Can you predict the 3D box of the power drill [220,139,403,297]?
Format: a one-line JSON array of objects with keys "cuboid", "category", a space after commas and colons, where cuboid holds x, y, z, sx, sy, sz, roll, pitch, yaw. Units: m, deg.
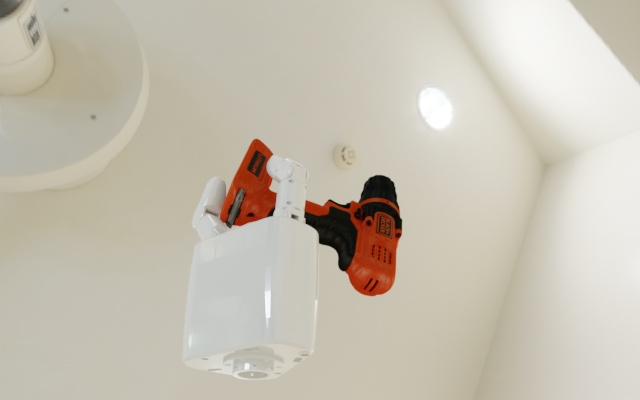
[{"cuboid": [0.000, 0.002, 0.515, 0.187, 0.057, 0.184, 22, 34, -6], "category": "power drill"}]
